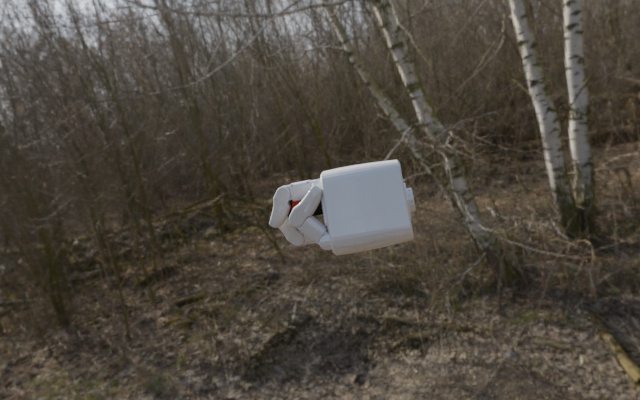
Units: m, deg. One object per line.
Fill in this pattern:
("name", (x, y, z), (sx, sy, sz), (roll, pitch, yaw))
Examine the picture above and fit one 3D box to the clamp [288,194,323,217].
("clamp", (0.000, 0.002, 0.733), (0.120, 0.039, 0.171), (-10, 7, 9))
